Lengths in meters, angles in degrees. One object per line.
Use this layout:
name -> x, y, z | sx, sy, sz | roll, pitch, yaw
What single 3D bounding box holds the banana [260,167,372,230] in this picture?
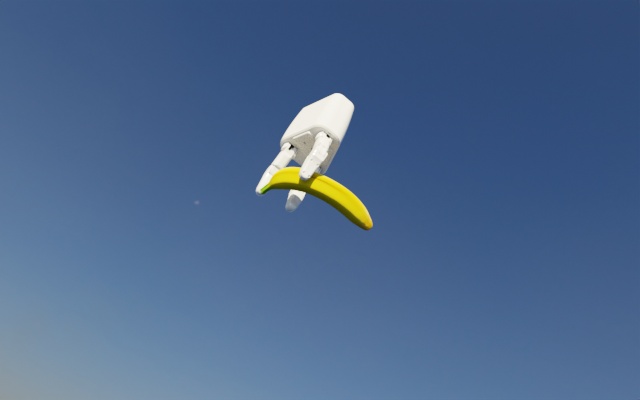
banana -> 0.001, -0.011, 0.786 | 0.198, 0.037, 0.070 | 21, -43, 3
